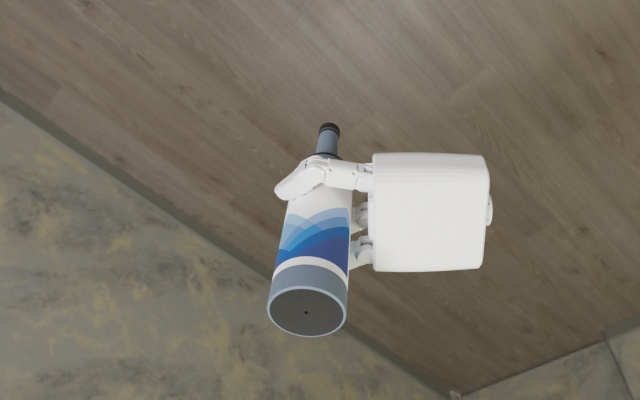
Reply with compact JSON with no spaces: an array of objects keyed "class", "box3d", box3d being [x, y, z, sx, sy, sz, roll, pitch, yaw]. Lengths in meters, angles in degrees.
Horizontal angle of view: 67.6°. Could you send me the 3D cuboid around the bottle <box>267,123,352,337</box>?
[{"class":"bottle","box3d":[0.000,0.002,0.509,0.069,0.069,0.295,0,39,6]}]
